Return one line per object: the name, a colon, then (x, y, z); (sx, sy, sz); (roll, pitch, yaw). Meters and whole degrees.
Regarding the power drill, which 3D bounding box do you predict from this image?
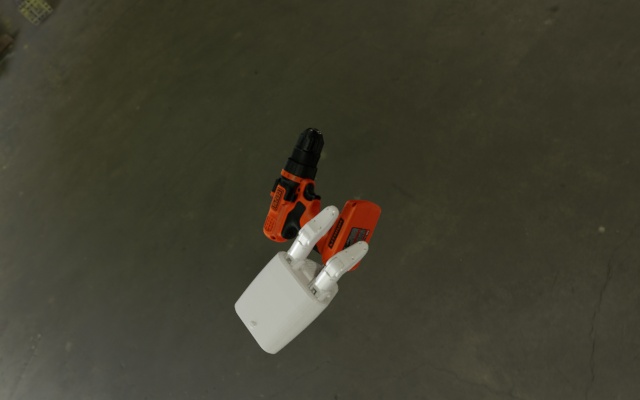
power drill: (0.000, 0.003, 0.688); (0.057, 0.184, 0.187); (9, 16, -40)
